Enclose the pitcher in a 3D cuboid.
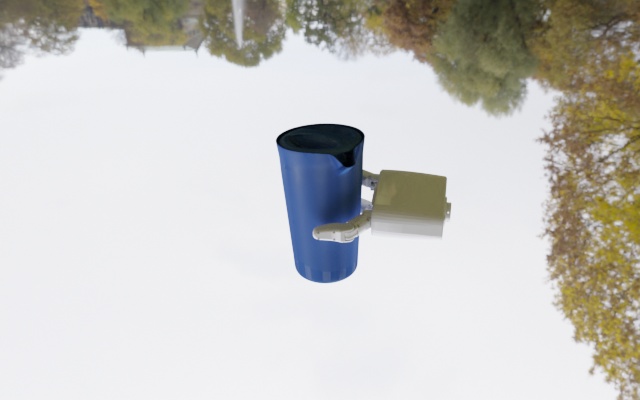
[{"bbox_3d":[0.000,0.003,0.770,0.145,0.243,0.149,5,28,14],"label":"pitcher"}]
